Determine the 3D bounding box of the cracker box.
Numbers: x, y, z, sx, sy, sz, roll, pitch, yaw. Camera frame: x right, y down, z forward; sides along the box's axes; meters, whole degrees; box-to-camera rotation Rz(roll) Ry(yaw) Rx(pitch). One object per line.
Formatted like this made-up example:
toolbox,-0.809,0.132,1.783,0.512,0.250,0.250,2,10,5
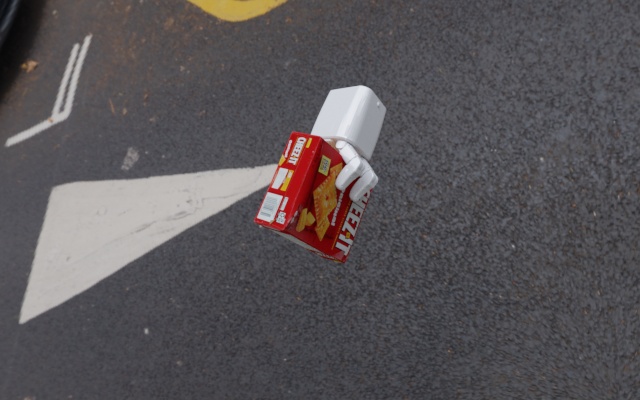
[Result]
cracker box,0.000,0.003,0.833,0.072,0.164,0.214,15,-12,36
